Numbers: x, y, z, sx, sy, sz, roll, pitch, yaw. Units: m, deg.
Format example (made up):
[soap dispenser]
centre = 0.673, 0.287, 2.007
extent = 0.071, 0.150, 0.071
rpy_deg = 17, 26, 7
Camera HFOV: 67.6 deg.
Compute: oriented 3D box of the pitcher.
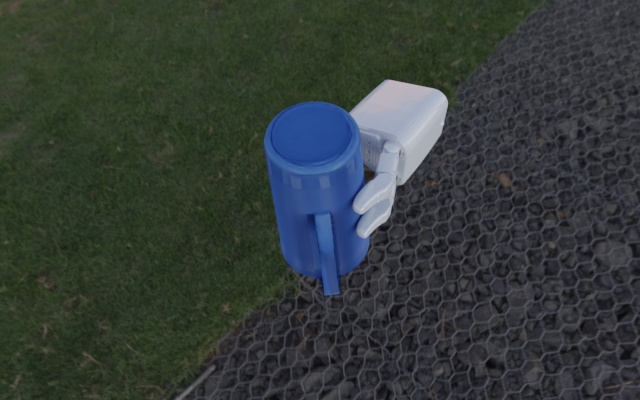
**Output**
[pitcher]
centre = 0.000, 0.002, 0.614
extent = 0.149, 0.145, 0.243
rpy_deg = 34, -25, 24
